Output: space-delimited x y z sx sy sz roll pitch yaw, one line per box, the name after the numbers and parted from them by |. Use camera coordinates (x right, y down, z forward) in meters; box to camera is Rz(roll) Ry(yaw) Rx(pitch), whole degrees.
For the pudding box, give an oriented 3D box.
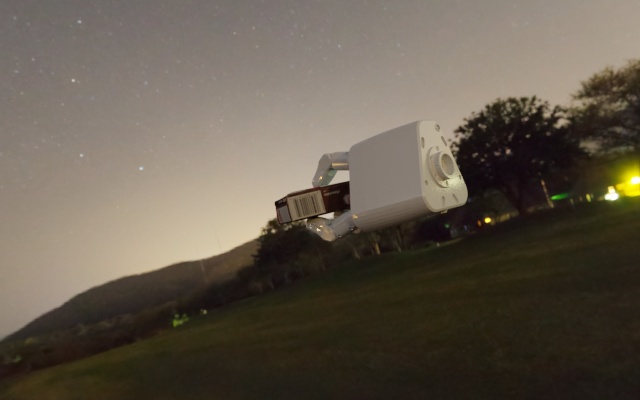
0.000 0.002 0.659 0.113 0.039 0.090 -12 -3 -16 | pudding box
